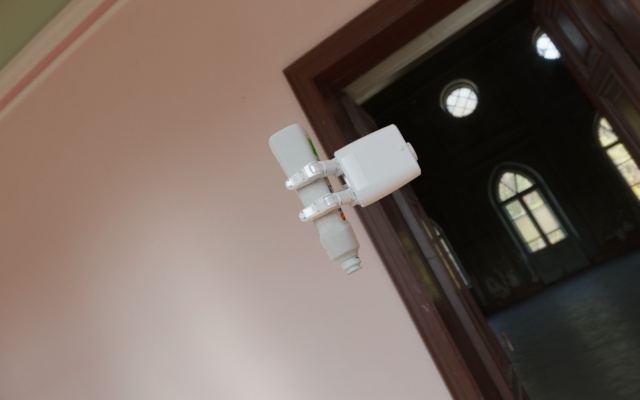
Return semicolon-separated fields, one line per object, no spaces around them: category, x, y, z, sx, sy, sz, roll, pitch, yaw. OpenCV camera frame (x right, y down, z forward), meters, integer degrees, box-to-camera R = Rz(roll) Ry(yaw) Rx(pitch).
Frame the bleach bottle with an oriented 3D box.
bleach bottle;0.000;0.003;0.778;0.068;0.250;0.102;-28;-14;4
